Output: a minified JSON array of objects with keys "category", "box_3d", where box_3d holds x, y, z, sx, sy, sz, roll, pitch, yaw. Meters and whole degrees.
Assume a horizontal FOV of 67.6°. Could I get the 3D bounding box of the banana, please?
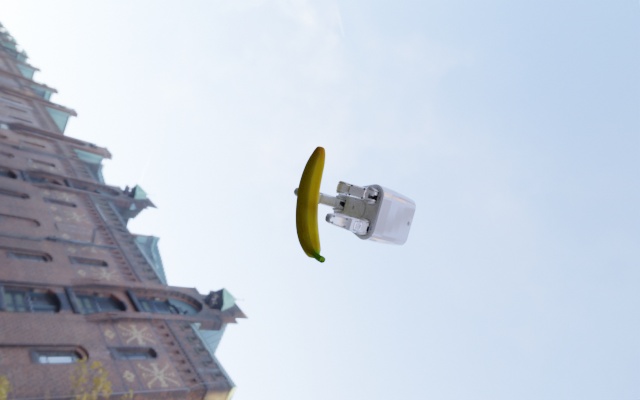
[{"category":"banana","box_3d":[-0.013,0.010,0.781,0.037,0.197,0.069,16,-26,-42]}]
